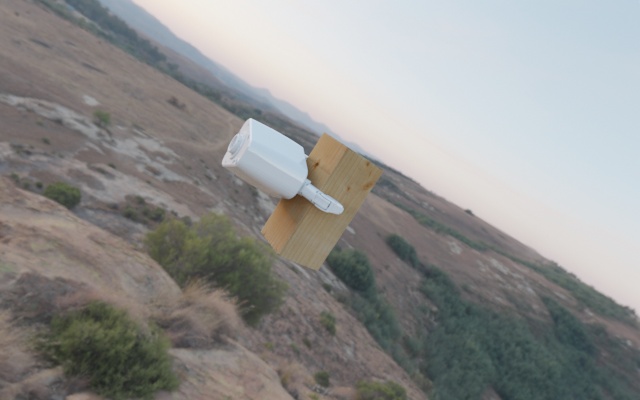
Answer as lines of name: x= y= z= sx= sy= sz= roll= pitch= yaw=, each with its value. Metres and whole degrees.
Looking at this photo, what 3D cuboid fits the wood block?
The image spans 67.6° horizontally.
wood block: x=0.000 y=0.003 z=0.814 sx=0.090 sy=0.206 sz=0.090 roll=28 pitch=9 yaw=-37
